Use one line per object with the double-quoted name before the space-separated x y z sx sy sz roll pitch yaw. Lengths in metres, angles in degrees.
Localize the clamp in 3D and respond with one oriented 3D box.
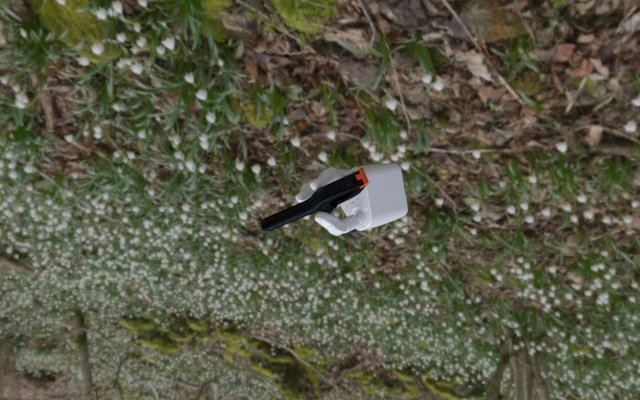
"clamp" 0.001 0.003 0.832 0.164 0.036 0.210 -14 -13 -38
